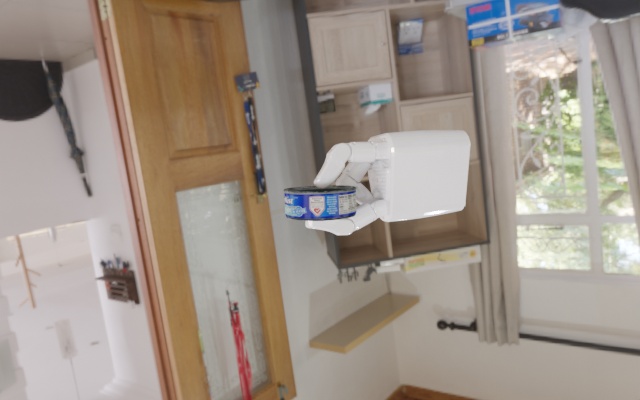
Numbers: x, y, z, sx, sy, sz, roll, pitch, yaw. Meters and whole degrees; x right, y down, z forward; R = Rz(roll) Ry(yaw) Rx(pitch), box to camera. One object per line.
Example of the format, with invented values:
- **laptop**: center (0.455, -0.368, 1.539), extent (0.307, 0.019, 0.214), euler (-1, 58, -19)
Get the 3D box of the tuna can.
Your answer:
- **tuna can**: center (0.000, 0.002, 0.564), extent (0.086, 0.034, 0.086), euler (-2, 6, 0)
